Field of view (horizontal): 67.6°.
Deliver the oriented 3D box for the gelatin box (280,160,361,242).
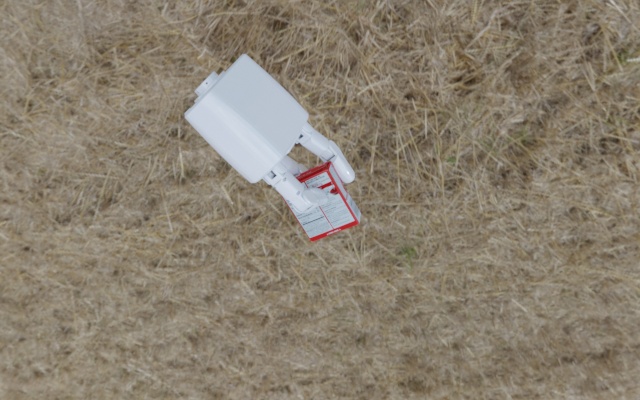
[{"bbox_3d":[0.000,0.003,0.616,0.073,0.089,0.030,-23,22,22],"label":"gelatin box"}]
